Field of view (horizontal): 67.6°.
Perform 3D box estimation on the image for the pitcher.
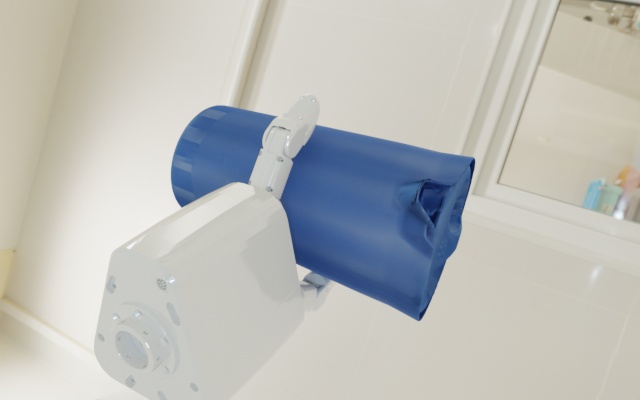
[{"bbox_3d":[0.000,0.001,0.420,0.243,0.149,0.145,19,29,20],"label":"pitcher"}]
